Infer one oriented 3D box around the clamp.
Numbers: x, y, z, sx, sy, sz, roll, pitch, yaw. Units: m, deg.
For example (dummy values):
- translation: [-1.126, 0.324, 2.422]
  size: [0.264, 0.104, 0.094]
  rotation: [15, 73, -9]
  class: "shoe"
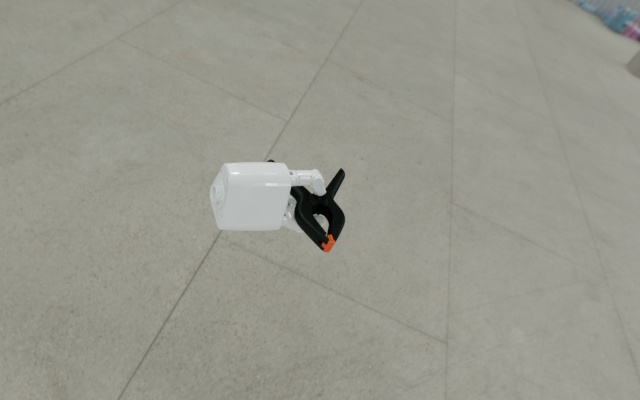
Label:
- translation: [0.000, 0.003, 0.875]
  size: [0.164, 0.209, 0.036]
  rotation: [-1, -42, -28]
  class: "clamp"
